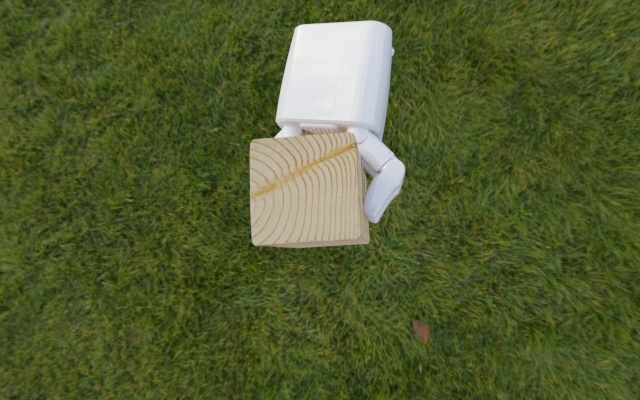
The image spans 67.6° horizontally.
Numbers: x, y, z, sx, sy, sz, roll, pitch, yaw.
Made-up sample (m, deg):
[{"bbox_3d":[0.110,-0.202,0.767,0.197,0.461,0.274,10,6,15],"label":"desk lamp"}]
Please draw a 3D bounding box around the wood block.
[{"bbox_3d":[0.000,0.001,0.487,0.091,0.090,0.206,-3,-7,8],"label":"wood block"}]
